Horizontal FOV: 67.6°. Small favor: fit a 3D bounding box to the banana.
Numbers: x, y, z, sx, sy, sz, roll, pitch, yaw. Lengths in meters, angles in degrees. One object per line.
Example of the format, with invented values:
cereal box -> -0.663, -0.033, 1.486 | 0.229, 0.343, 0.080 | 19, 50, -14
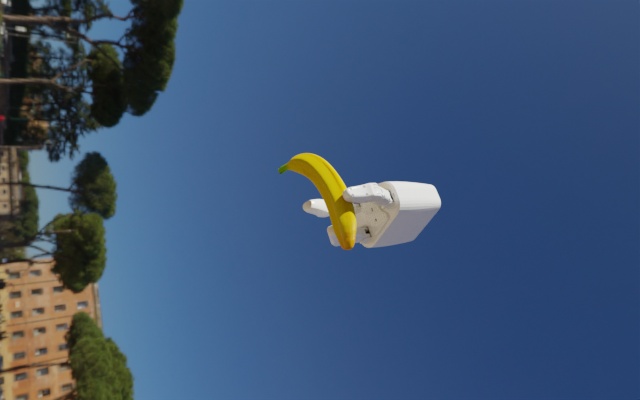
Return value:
banana -> 0.006, -0.015, 0.706 | 0.037, 0.070, 0.197 | 0, 37, -40
